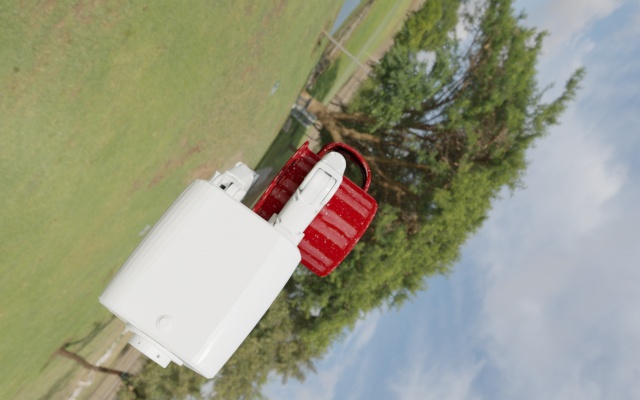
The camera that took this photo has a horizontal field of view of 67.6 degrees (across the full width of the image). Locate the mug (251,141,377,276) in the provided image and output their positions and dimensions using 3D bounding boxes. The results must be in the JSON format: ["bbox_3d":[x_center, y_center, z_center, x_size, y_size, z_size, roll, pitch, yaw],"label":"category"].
[{"bbox_3d":[0.001,0.000,0.412,0.081,0.117,0.093,37,-23,-2],"label":"mug"}]
